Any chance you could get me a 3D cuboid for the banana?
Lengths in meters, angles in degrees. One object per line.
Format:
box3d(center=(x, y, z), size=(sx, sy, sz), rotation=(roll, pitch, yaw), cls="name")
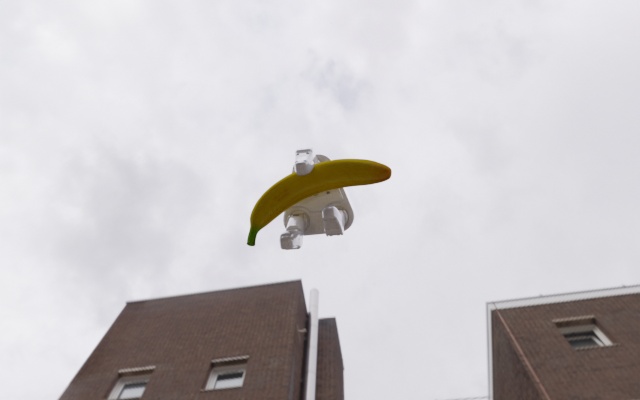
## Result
box3d(center=(-0.010, -0.012, 0.599), size=(0.198, 0.069, 0.037), rotation=(-27, -23, 3), cls="banana")
